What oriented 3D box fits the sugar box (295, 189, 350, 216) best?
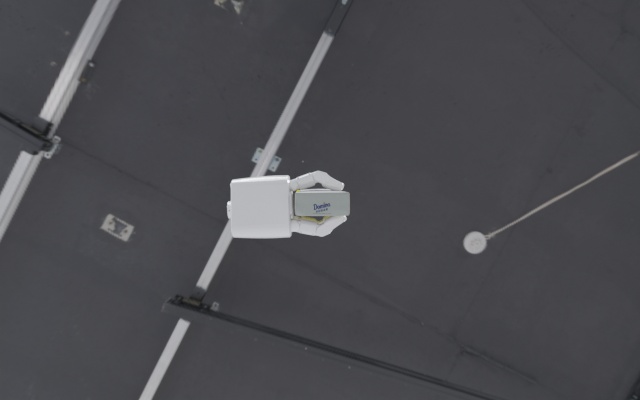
[{"bbox_3d":[0.000,0.003,0.878,0.093,0.048,0.176,0,5,-1],"label":"sugar box"}]
